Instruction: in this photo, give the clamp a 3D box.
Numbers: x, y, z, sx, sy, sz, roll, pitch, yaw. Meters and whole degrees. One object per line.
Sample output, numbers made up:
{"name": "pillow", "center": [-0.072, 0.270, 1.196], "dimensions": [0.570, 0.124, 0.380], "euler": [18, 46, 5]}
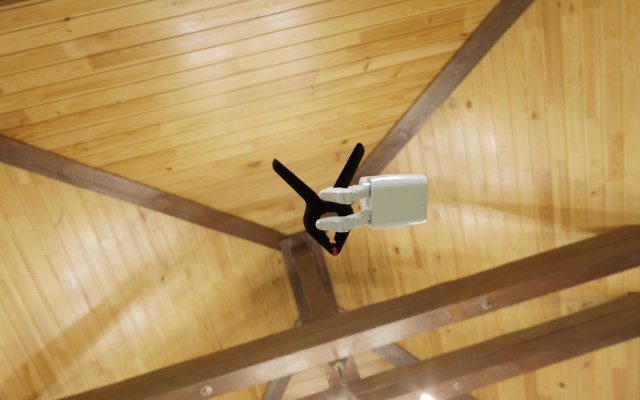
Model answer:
{"name": "clamp", "center": [0.000, 0.003, 0.868], "dimensions": [0.164, 0.210, 0.036], "euler": [-4, 19, -5]}
